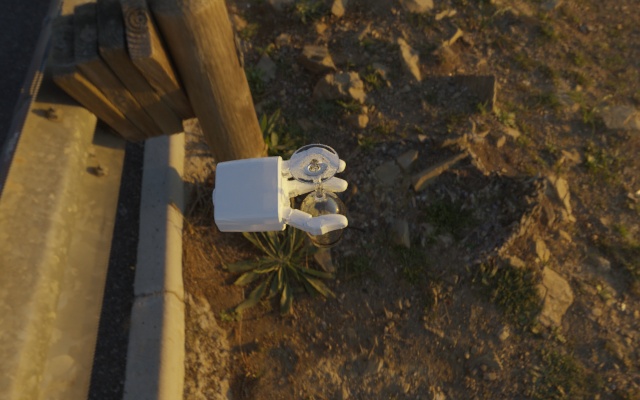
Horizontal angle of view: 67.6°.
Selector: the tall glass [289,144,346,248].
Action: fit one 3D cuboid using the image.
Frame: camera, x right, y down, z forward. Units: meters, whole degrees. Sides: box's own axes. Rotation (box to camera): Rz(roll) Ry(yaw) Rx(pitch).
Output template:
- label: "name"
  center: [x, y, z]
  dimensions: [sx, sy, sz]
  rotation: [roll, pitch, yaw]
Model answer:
- label: "tall glass"
  center: [0.000, 0.002, 0.768]
  dimensions: [0.079, 0.079, 0.201]
  rotation: [0, -34, 7]
